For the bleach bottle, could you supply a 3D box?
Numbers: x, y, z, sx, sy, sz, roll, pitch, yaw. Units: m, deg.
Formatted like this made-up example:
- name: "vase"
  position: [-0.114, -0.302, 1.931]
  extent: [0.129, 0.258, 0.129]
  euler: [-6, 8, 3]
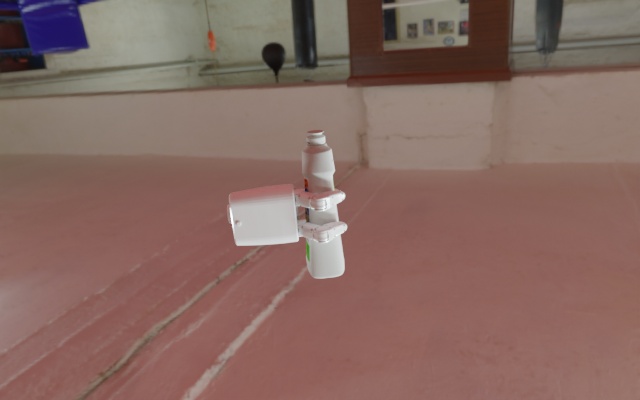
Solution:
- name: "bleach bottle"
  position: [0.000, 0.003, 0.829]
  extent: [0.068, 0.251, 0.102]
  euler: [-6, 19, -4]
